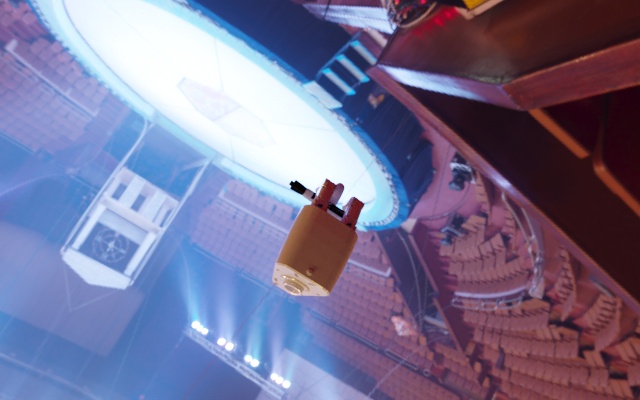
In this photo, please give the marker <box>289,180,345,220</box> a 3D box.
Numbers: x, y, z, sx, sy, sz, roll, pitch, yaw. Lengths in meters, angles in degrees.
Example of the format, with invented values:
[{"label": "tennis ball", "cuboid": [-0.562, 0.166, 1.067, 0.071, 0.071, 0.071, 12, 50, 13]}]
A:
[{"label": "marker", "cuboid": [0.000, 0.003, 0.793, 0.121, 0.020, 0.020, 33, -7, -10]}]
